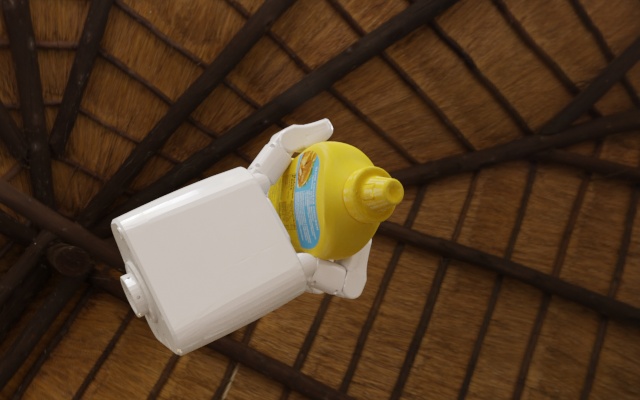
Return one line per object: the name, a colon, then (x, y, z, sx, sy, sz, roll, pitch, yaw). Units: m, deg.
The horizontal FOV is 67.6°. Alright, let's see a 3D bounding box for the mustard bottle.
mustard bottle: (0.000, 0.001, 0.404, 0.058, 0.096, 0.191, 4, -6, -30)
